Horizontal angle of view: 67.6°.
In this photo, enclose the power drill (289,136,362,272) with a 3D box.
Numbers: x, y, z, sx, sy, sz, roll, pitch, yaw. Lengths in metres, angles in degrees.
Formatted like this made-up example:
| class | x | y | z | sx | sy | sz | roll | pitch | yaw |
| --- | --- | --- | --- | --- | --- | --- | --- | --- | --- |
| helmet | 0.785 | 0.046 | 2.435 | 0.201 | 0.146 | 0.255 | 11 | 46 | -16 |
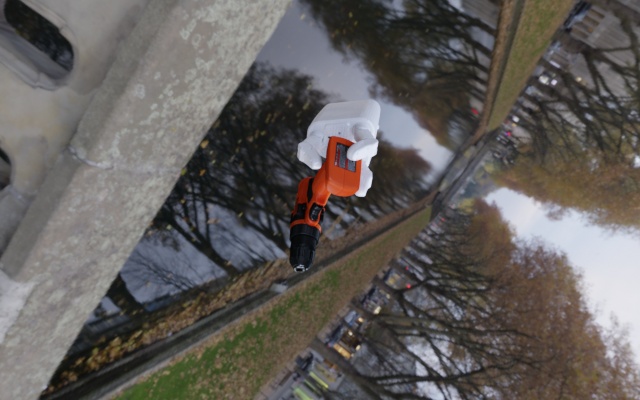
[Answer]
| class | x | y | z | sx | sy | sz | roll | pitch | yaw |
| --- | --- | --- | --- | --- | --- | --- | --- | --- | --- |
| power drill | 0.000 | 0.002 | 0.766 | 0.057 | 0.184 | 0.188 | 17 | -38 | -17 |
